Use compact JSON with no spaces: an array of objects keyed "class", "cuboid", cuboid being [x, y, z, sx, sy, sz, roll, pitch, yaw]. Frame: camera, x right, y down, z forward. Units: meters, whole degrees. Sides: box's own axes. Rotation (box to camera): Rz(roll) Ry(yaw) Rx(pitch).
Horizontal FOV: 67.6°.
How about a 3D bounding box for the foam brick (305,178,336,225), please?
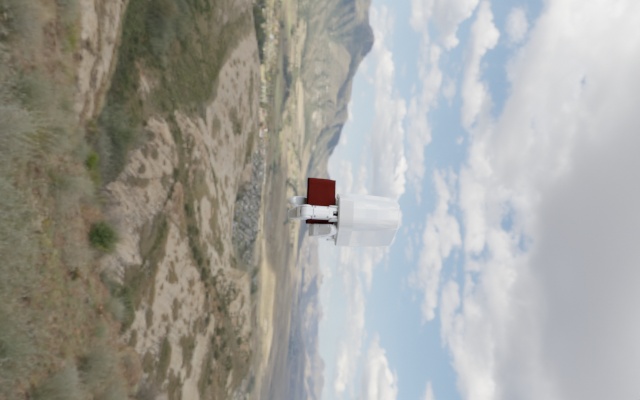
[{"class":"foam brick","cuboid":[0.000,0.003,0.864,0.051,0.078,0.053,3,-10,-1]}]
